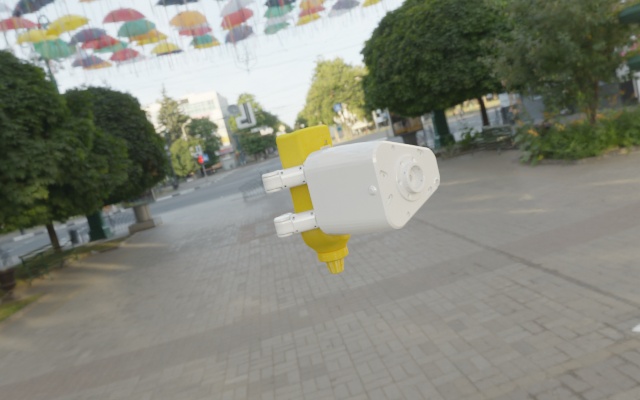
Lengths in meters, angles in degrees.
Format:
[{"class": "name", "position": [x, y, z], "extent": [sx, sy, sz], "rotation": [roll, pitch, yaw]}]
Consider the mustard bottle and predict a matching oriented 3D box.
[{"class": "mustard bottle", "position": [0.000, 0.002, 0.619], "extent": [0.058, 0.191, 0.096], "rotation": [-11, 8, 24]}]
